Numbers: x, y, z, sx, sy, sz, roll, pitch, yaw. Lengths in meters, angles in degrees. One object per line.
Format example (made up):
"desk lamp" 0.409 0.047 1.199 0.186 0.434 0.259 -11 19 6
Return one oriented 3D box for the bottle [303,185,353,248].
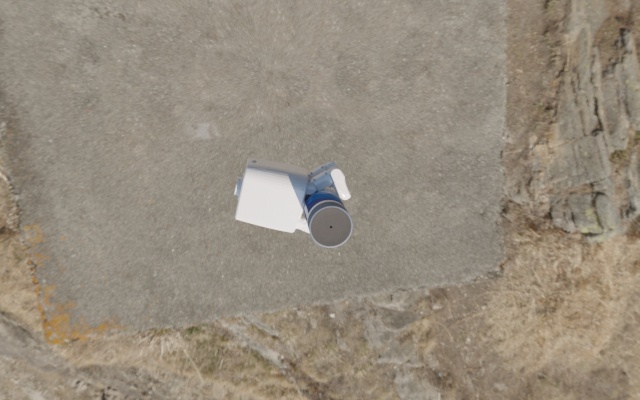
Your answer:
"bottle" 0.000 0.003 0.854 0.069 0.069 0.295 0 15 -6
